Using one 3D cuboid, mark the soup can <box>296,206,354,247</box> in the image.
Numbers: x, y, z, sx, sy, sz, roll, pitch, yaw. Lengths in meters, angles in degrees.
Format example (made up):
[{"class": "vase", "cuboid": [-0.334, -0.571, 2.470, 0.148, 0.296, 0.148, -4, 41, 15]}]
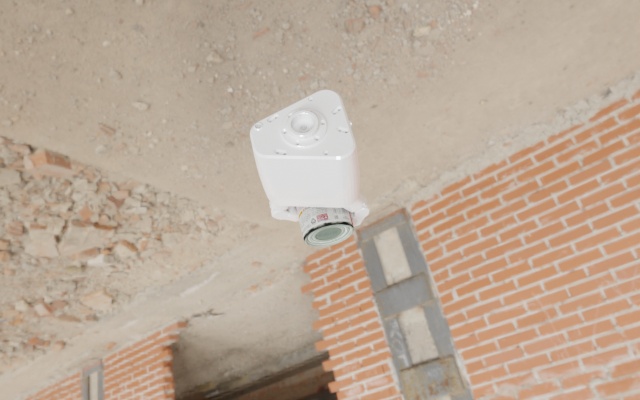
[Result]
[{"class": "soup can", "cuboid": [0.000, 0.003, 0.633, 0.068, 0.102, 0.068, -11, -27, -6]}]
